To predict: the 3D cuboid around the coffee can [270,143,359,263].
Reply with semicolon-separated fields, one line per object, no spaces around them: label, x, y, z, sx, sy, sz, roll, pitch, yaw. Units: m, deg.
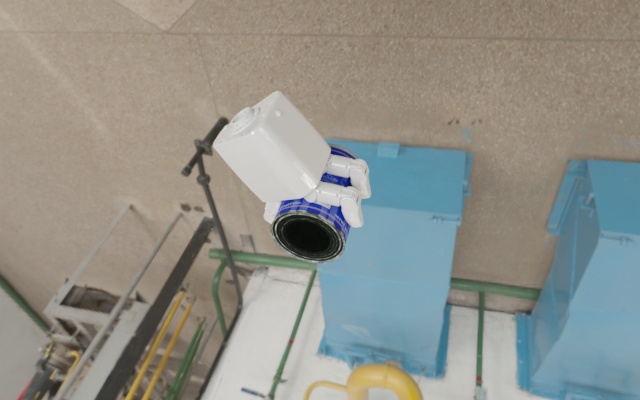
coffee can;0.000;0.002;0.673;0.103;0.103;0.140;0;44;21
